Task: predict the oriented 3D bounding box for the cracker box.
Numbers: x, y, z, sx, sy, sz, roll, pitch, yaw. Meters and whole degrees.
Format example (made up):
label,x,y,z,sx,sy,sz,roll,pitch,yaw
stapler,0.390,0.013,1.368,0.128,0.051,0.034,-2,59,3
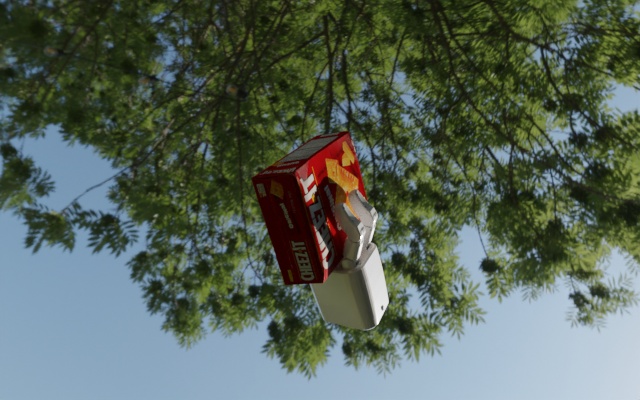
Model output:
label,x,y,z,sx,sy,sz,roll,pitch,yaw
cracker box,0.000,0.002,0.718,0.072,0.164,0.213,-7,19,27
